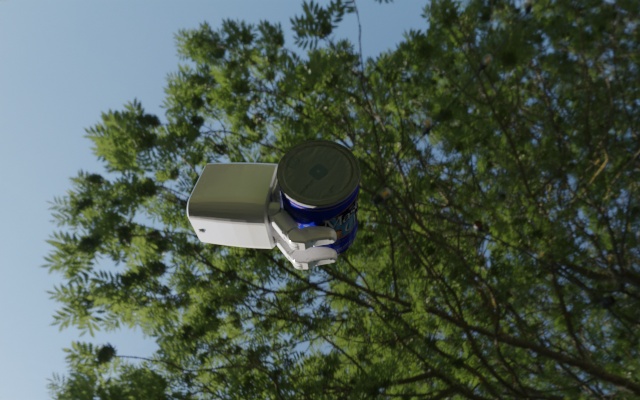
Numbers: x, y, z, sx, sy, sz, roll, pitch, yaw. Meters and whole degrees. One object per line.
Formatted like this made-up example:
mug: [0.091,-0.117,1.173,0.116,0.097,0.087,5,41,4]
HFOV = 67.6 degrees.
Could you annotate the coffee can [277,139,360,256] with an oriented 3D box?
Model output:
coffee can: [0.000,0.002,0.642,0.103,0.102,0.140,0,-34,3]
